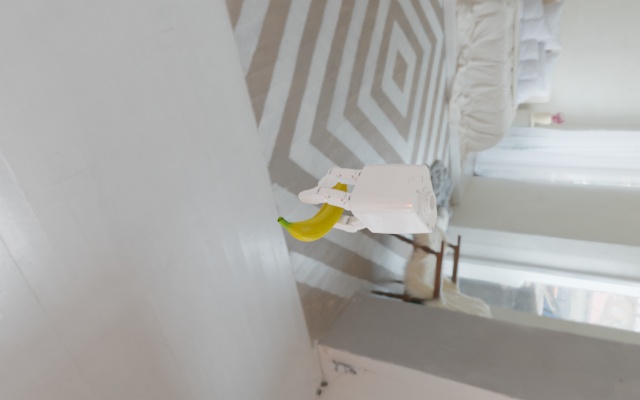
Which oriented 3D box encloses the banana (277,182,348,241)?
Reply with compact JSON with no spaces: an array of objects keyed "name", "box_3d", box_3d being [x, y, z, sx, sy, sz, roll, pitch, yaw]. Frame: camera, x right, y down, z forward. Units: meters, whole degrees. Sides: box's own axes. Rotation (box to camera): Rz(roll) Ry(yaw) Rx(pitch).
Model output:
[{"name":"banana","box_3d":[0.004,0.021,0.838,0.037,0.070,0.197,-5,20,37]}]
